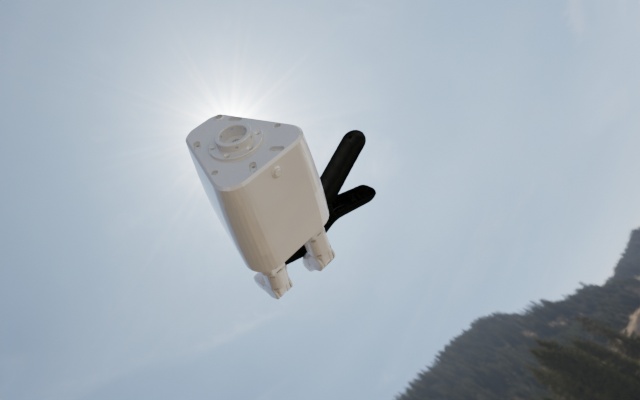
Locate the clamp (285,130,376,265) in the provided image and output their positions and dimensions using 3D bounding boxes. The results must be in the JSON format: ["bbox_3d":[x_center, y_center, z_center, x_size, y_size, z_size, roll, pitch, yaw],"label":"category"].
[{"bbox_3d":[0.000,0.002,0.527,0.039,0.120,0.171,29,59,35],"label":"clamp"}]
